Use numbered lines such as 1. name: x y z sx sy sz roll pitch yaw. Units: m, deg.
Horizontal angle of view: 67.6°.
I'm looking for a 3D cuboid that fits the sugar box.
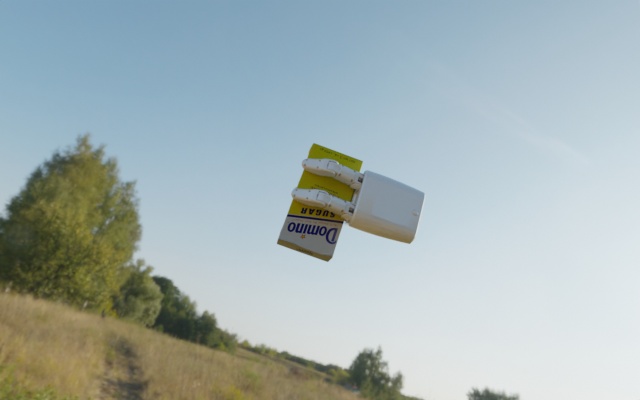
1. sugar box: 0.000 0.002 0.787 0.093 0.176 0.048 19 -20 -4
